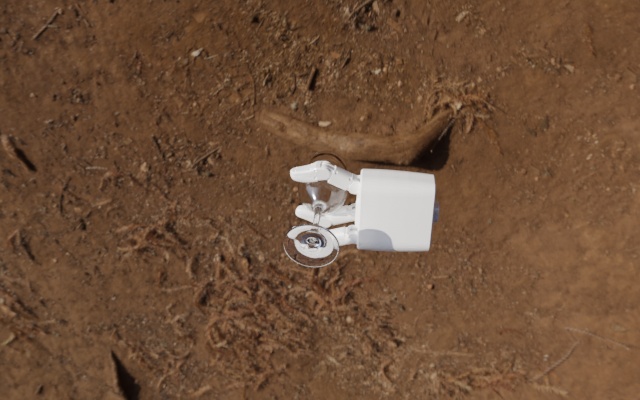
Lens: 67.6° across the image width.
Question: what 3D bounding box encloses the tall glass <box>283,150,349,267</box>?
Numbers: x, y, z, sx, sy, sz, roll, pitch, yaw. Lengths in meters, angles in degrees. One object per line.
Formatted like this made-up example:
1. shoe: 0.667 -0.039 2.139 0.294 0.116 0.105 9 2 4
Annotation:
1. tall glass: 0.000 0.003 0.702 0.079 0.079 0.201 0 36 8
